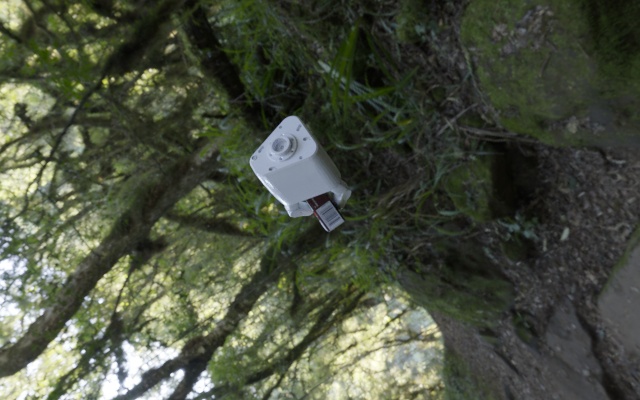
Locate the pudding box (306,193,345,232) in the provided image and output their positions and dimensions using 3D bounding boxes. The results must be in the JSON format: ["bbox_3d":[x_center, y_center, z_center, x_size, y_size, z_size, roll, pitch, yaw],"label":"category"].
[{"bbox_3d":[0.000,0.003,0.882,0.039,0.113,0.090,-34,-3,3],"label":"pudding box"}]
